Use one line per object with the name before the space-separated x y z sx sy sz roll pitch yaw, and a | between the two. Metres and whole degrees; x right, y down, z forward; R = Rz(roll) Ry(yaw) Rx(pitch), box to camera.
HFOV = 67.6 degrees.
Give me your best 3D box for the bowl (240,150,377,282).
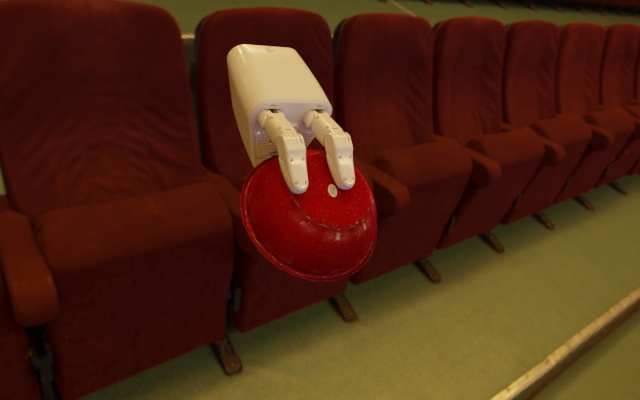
bowl | 0.001 0.003 0.506 0.162 0.162 0.055 0 -29 -26
